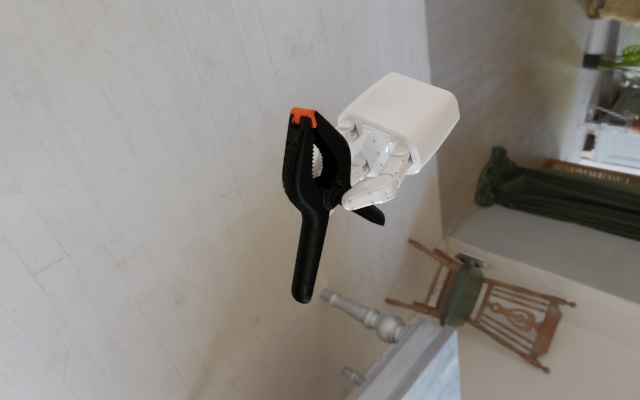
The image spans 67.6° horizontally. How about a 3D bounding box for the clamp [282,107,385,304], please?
[{"bbox_3d":[0.001,0.001,0.519,0.036,0.210,0.164,16,51,39],"label":"clamp"}]
